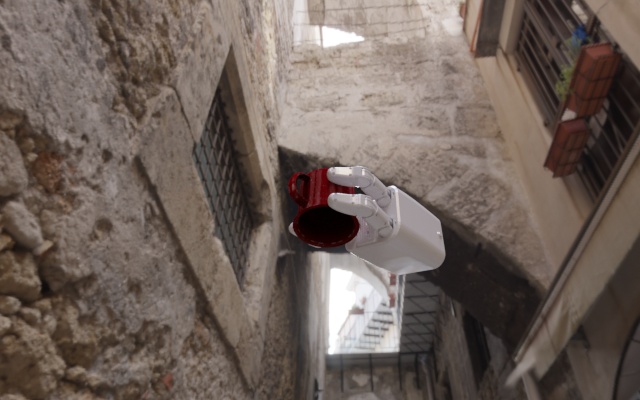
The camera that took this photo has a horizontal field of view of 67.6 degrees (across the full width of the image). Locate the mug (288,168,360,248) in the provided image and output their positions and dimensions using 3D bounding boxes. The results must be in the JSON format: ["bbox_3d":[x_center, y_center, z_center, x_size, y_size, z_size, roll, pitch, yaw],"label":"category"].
[{"bbox_3d":[-0.001,0.001,0.682,0.117,0.081,0.093,33,-51,-28],"label":"mug"}]
